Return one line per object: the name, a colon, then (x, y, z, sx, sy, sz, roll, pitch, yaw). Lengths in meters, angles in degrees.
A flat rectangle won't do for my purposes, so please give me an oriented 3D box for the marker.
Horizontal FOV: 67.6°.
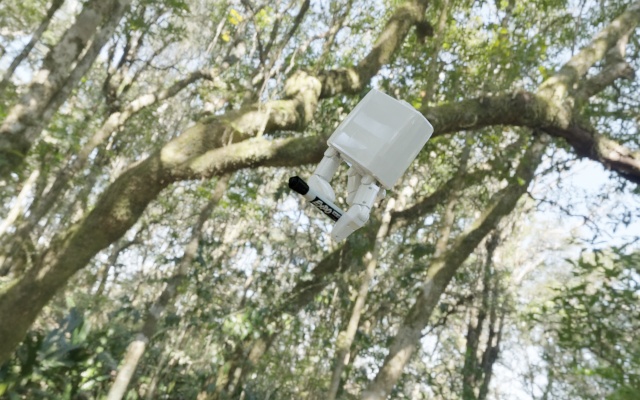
marker: (0.000, 0.002, 0.634, 0.020, 0.020, 0.121, 0, -28, 44)
